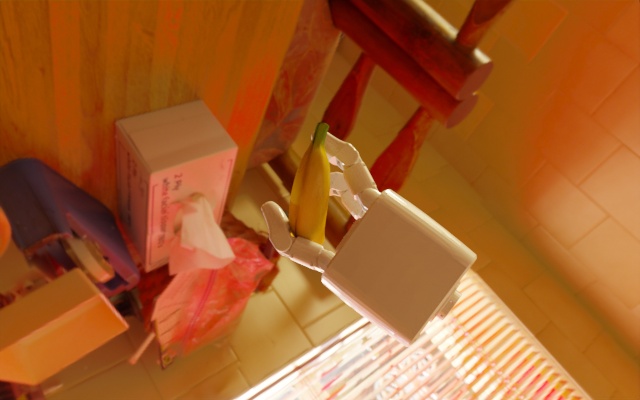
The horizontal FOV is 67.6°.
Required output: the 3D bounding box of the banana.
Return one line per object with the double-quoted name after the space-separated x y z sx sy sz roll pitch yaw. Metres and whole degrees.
-0.008 0.012 0.506 0.037 0.069 0.198 24 -36 12 "banana"
